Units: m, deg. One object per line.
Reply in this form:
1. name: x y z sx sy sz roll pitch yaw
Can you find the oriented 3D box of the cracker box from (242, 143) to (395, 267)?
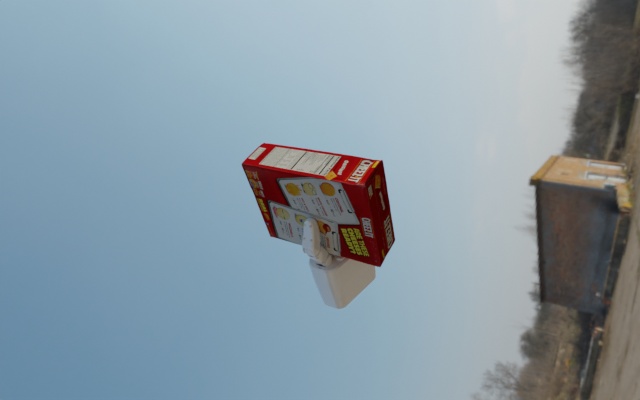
1. cracker box: 0.000 0.003 0.745 0.213 0.164 0.072 11 47 29
